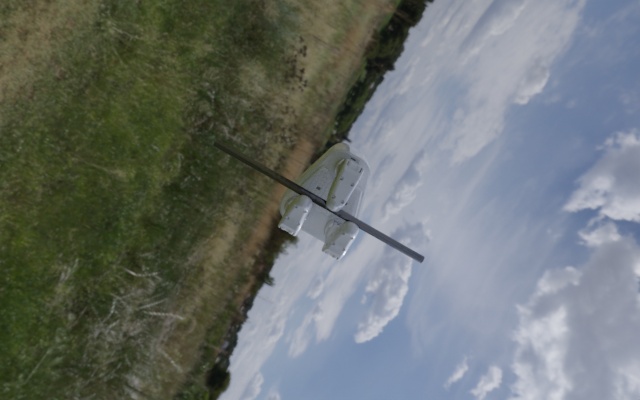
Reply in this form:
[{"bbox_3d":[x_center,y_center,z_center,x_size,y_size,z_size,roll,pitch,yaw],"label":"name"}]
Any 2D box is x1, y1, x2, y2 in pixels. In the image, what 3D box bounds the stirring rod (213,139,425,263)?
[{"bbox_3d":[0.000,0.001,0.481,0.239,0.011,0.011,30,-2,-4],"label":"stirring rod"}]
